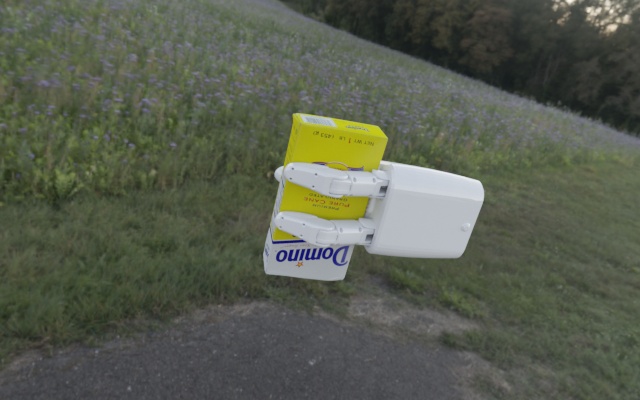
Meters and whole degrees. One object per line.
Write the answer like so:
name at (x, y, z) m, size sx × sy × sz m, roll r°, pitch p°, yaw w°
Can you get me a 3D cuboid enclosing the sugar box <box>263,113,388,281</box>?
sugar box at (0.000, 0.002, 0.508) m, size 0.093 × 0.176 × 0.048 m, roll 7°, pitch 23°, yaw -14°
